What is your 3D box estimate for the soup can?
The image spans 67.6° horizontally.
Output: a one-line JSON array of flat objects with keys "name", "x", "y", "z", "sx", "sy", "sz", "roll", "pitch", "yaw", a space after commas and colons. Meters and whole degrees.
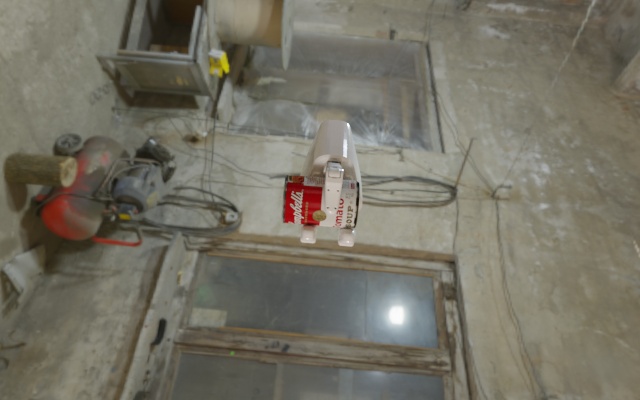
[{"name": "soup can", "x": 0.000, "y": 0.002, "z": 0.663, "sx": 0.102, "sy": 0.068, "sz": 0.068, "roll": 5, "pitch": 0, "yaw": -1}]
